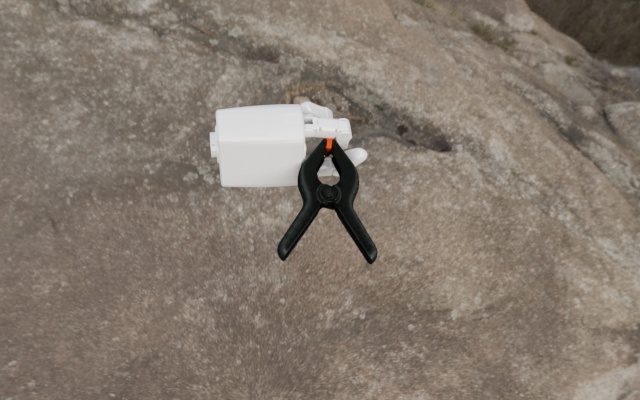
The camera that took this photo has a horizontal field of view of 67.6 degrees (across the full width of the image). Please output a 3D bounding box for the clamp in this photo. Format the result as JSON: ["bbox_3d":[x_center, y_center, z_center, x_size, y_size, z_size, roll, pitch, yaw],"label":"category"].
[{"bbox_3d":[0.000,0.002,0.599,0.120,0.171,0.039,-3,-23,-13],"label":"clamp"}]
